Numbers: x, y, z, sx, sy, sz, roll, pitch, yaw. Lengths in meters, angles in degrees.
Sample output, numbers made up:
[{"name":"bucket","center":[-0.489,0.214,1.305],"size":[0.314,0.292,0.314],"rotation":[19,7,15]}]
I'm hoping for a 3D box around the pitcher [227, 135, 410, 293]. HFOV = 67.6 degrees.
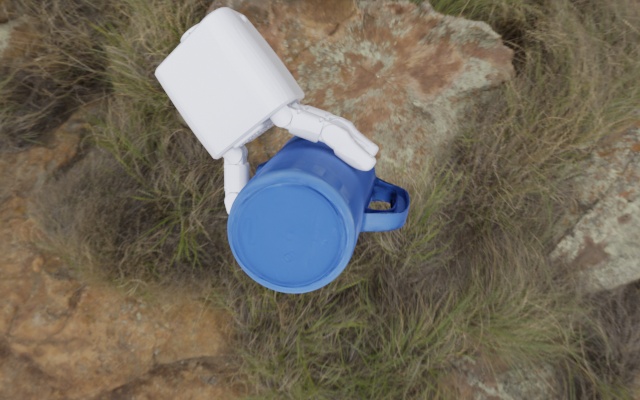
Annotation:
[{"name":"pitcher","center":[0.000,0.002,0.499],"size":[0.149,0.145,0.242],"rotation":[-33,8,14]}]
